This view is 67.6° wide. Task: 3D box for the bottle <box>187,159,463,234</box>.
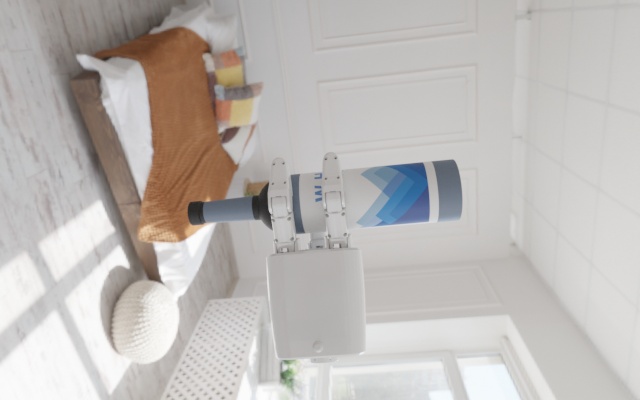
[{"bbox_3d":[0.000,0.002,0.528,0.296,0.069,0.069,-5,-1,5],"label":"bottle"}]
